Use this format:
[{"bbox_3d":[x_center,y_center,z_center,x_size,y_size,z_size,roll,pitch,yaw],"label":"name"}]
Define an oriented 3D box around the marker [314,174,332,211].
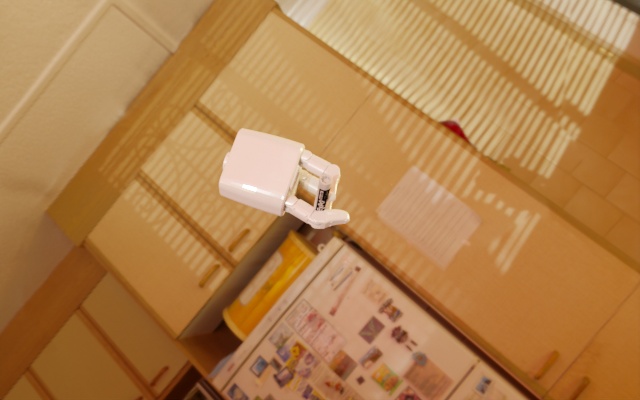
[{"bbox_3d":[0.000,0.002,0.719,0.020,0.020,0.121,0,-32,-8],"label":"marker"}]
